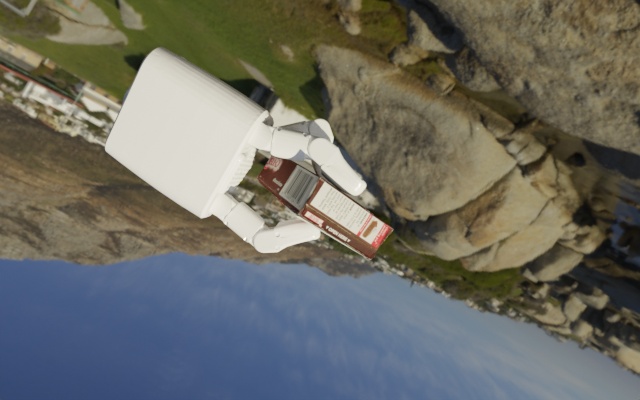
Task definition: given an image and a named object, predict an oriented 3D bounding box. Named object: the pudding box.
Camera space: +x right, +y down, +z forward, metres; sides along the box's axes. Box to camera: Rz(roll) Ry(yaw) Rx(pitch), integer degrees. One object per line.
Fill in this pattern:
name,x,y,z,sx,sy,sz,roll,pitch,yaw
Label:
pudding box,0.000,0.002,0.438,0.090,0.039,0.113,33,3,-30
